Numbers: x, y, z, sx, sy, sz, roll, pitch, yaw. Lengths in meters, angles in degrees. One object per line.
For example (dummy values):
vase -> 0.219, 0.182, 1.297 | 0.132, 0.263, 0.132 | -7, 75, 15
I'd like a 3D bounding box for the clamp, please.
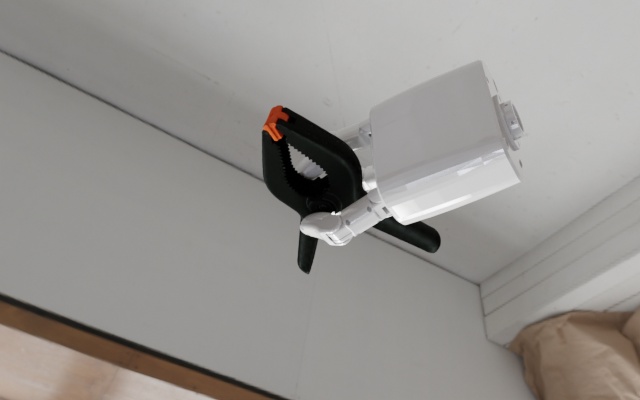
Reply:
clamp -> 0.000, 0.002, 0.469 | 0.164, 0.036, 0.210 | -21, -54, 31
